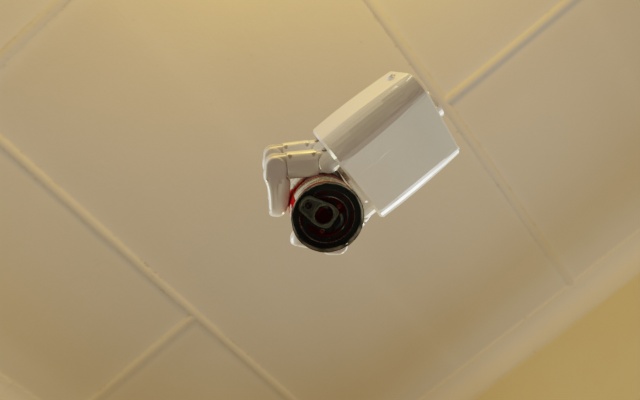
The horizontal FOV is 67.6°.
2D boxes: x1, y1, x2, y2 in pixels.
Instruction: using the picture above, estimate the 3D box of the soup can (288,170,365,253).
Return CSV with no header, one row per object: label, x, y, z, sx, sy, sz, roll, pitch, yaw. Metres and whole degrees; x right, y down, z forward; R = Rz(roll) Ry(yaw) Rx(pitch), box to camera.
soup can,0.000,0.002,0.481,0.068,0.068,0.102,0,17,-8
